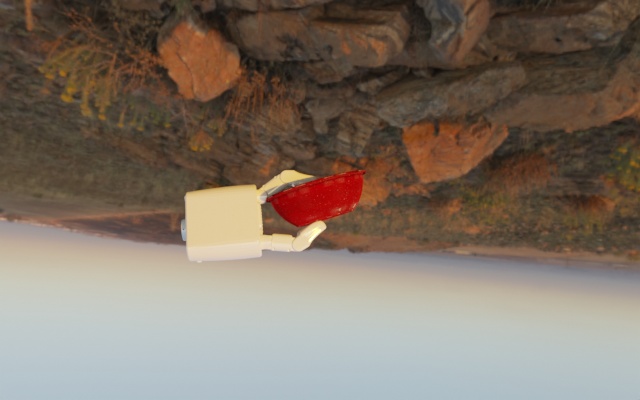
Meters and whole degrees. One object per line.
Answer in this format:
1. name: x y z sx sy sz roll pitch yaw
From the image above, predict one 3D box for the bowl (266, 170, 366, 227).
1. bowl: 0.002 0.002 0.733 0.162 0.055 0.162 -17 -4 -1
